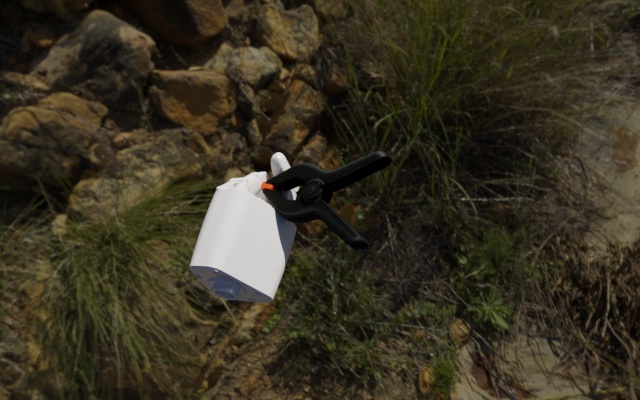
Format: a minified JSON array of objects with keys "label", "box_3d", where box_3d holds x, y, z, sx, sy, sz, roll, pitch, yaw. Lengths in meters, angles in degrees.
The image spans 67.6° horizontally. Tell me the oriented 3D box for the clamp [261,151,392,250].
[{"label":"clamp","box_3d":[0.000,0.002,0.579,0.171,0.120,0.039,-5,-32,31]}]
